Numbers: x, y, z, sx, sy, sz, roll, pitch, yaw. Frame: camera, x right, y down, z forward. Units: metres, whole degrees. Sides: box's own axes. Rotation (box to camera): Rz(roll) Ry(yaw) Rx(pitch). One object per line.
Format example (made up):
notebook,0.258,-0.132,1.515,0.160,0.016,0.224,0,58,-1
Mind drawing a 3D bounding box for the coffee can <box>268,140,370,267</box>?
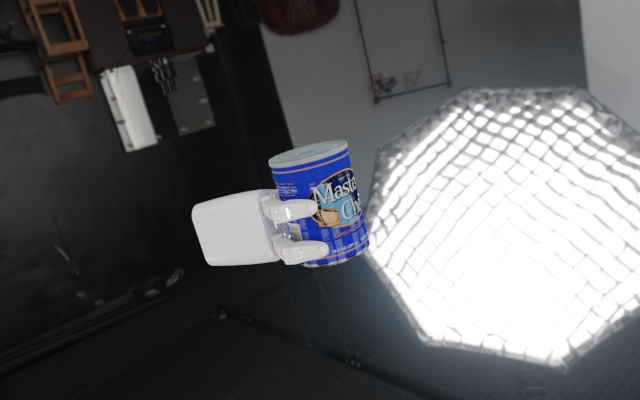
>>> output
coffee can,0.000,0.002,0.624,0.103,0.140,0.102,-14,14,4
